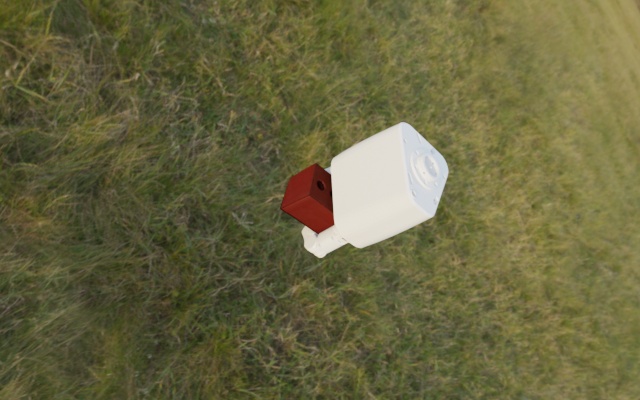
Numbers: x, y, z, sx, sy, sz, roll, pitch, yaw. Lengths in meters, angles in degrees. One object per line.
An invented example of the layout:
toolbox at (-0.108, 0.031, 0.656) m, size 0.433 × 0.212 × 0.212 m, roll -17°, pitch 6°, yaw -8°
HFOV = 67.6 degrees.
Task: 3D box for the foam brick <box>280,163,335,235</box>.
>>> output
foam brick at (0.000, 0.002, 0.587) m, size 0.078 × 0.053 × 0.051 m, roll 36°, pitch -43°, yaw -28°
